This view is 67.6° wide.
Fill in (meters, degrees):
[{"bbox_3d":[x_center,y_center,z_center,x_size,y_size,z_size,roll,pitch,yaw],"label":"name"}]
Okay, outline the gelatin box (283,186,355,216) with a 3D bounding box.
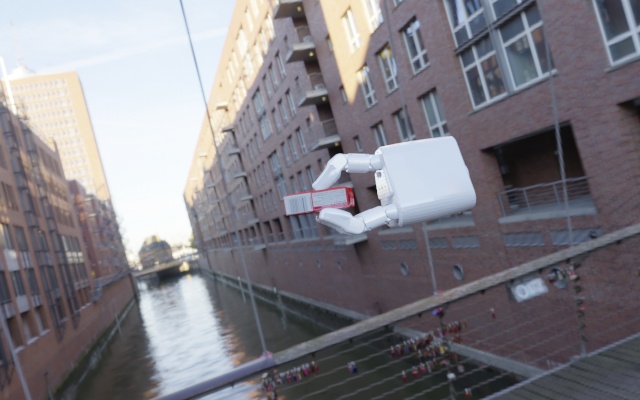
[{"bbox_3d":[0.000,0.002,0.658,0.089,0.030,0.073,-8,-2,7],"label":"gelatin box"}]
